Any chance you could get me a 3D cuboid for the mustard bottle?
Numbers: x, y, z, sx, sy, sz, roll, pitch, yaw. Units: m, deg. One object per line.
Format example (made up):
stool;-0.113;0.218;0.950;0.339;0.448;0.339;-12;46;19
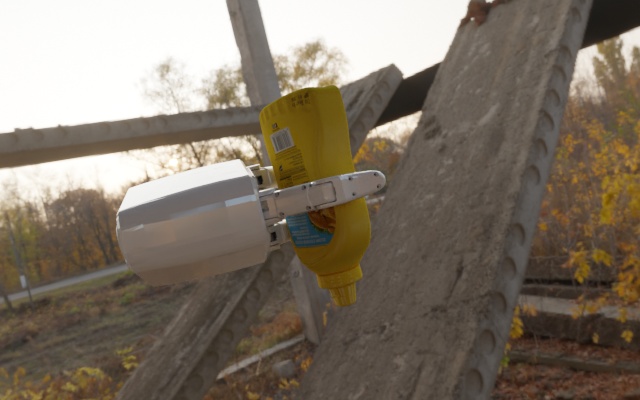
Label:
mustard bottle;0.000;0.001;0.431;0.058;0.191;0.096;-15;1;-36
